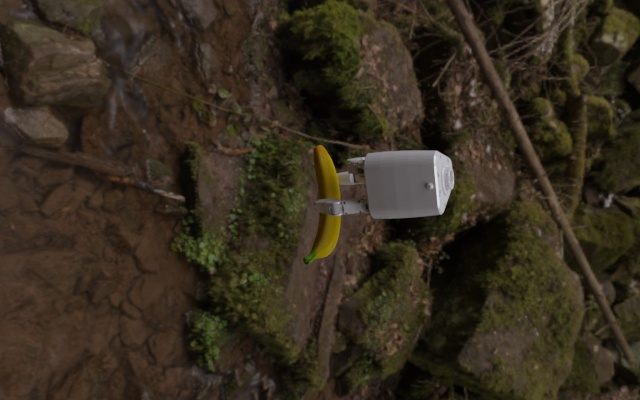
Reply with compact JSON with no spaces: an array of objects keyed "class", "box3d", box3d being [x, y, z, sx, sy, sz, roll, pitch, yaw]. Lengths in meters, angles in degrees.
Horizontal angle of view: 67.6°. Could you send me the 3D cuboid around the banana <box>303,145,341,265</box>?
[{"class":"banana","box3d":[0.009,0.009,0.796,0.037,0.197,0.070,-2,-12,28]}]
